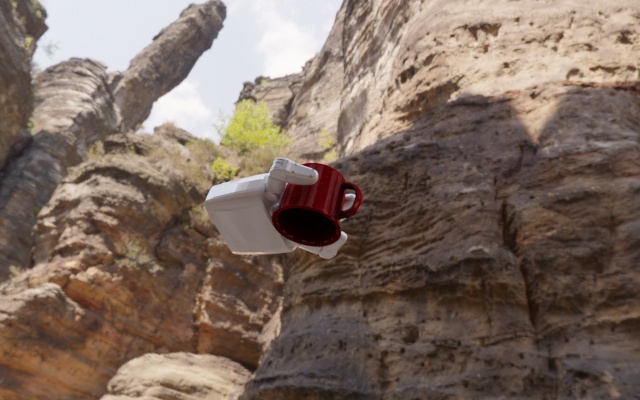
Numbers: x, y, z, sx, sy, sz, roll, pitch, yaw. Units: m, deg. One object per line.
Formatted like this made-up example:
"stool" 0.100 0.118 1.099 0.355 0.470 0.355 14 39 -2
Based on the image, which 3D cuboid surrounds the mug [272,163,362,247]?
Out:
"mug" 0.001 0.002 0.636 0.117 0.081 0.093 -8 -41 29
